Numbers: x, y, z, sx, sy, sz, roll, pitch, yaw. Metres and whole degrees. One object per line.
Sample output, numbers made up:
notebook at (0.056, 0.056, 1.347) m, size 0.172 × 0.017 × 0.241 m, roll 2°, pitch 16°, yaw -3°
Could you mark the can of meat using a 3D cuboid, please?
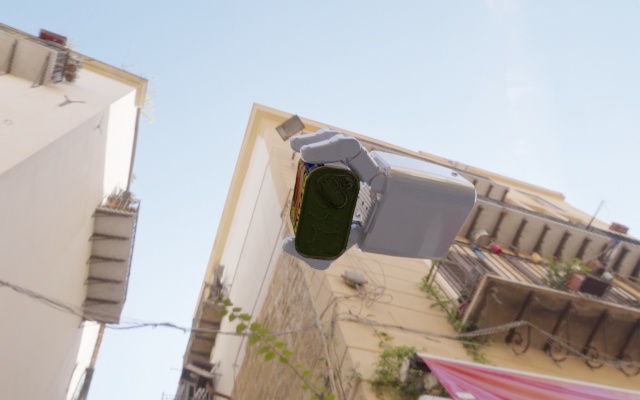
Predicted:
can of meat at (0.000, 0.002, 0.530) m, size 0.057 × 0.102 × 0.084 m, roll 7°, pitch 18°, yaw -12°
